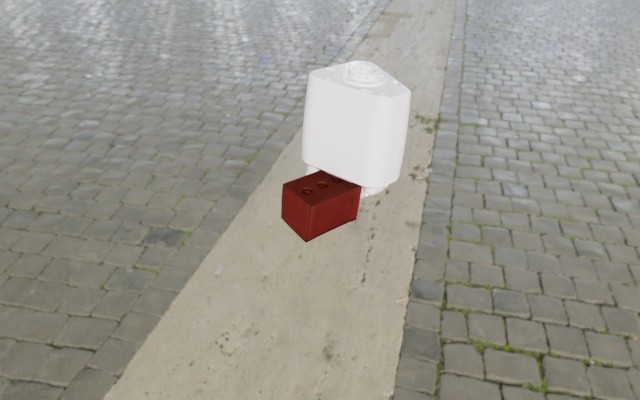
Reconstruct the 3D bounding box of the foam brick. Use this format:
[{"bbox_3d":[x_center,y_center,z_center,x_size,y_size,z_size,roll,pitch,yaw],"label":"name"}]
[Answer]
[{"bbox_3d":[0.000,0.002,0.550,0.078,0.051,0.053,-23,46,-33],"label":"foam brick"}]
